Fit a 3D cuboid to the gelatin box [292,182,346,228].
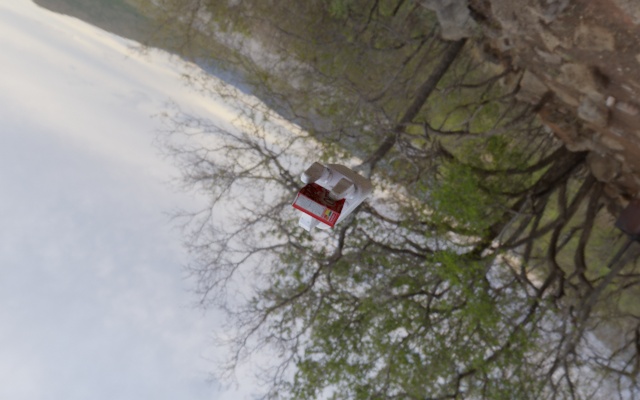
[{"bbox_3d":[0.000,0.003,0.769,0.073,0.030,0.089,28,18,1],"label":"gelatin box"}]
